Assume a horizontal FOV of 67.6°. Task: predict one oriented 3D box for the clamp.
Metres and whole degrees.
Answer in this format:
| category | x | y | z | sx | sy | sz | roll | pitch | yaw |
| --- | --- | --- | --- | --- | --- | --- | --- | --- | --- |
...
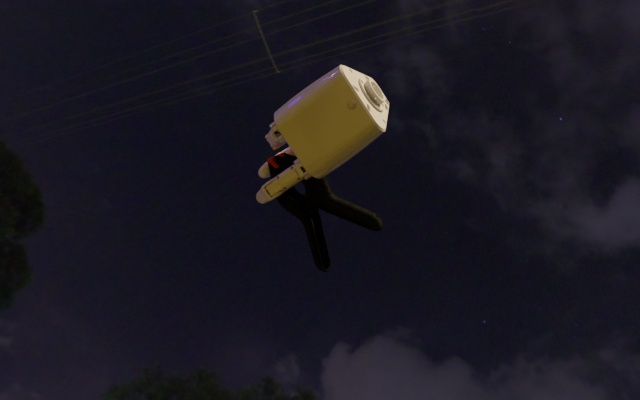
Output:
| category | x | y | z | sx | sy | sz | roll | pitch | yaw |
| --- | --- | --- | --- | --- | --- | --- | --- | --- | --- |
| clamp | 0.000 | 0.002 | 0.626 | 0.120 | 0.171 | 0.039 | -32 | 4 | 27 |
